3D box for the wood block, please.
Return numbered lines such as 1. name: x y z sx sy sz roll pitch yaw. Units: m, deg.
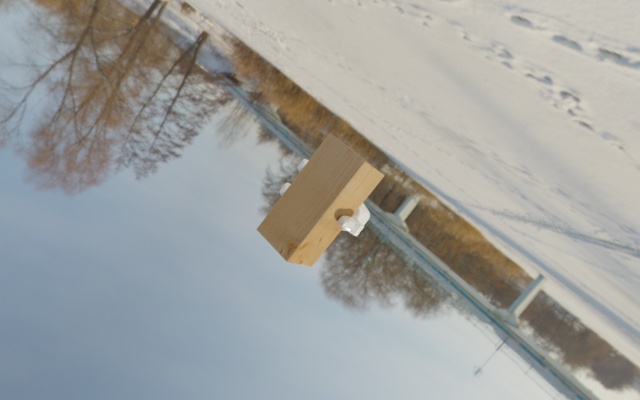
1. wood block: 0.000 0.003 0.817 0.090 0.206 0.090 42 9 30
